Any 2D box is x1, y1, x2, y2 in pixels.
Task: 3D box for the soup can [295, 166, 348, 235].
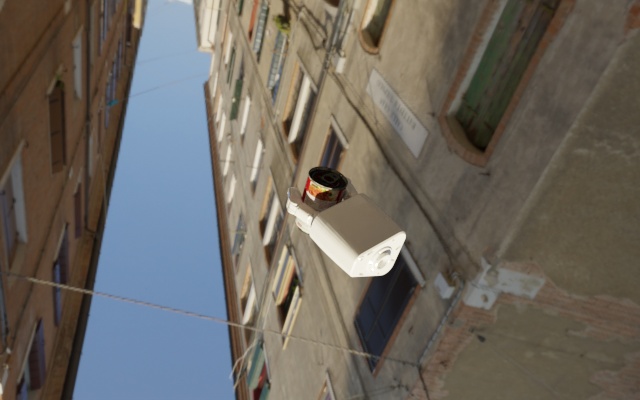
[{"bbox_3d":[0.000,0.003,0.816,0.068,0.102,0.068,13,32,-8],"label":"soup can"}]
